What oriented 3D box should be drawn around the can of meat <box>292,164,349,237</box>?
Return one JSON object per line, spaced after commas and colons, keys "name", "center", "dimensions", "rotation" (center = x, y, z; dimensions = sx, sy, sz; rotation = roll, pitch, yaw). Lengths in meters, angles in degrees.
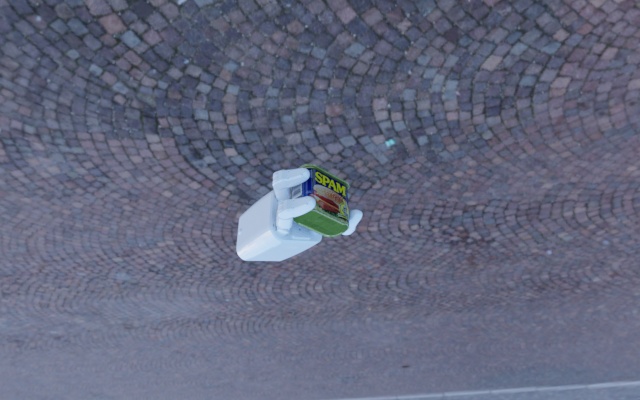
{"name": "can of meat", "center": [0.000, 0.003, 0.767], "dimensions": [0.102, 0.084, 0.057], "rotation": [27, -42, -36]}
